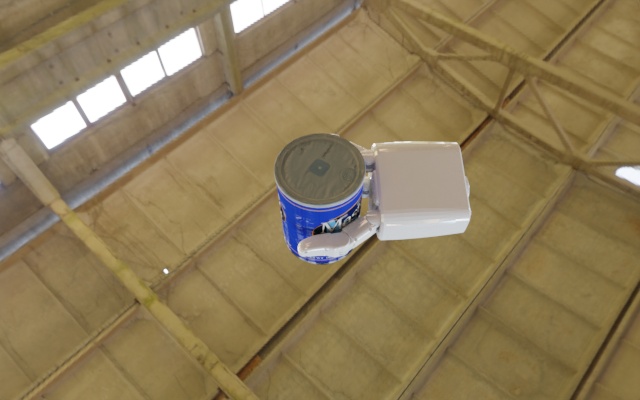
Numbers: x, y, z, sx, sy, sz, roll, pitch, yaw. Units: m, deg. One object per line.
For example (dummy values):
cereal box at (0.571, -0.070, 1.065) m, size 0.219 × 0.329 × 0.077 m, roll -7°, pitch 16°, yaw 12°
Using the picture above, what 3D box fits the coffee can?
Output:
coffee can at (0.000, 0.002, 0.589) m, size 0.103 × 0.102 × 0.140 m, roll 0°, pitch -34°, yaw 1°
